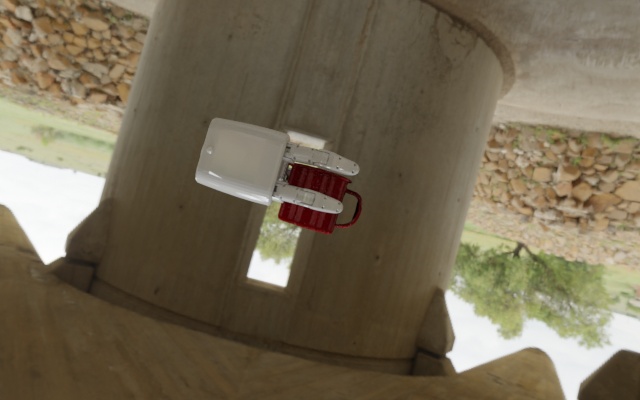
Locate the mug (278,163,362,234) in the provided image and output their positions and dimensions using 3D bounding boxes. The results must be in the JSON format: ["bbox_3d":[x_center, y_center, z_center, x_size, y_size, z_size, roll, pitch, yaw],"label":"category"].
[{"bbox_3d":[0.001,0.003,0.672,0.117,0.081,0.093,16,-2,2],"label":"mug"}]
